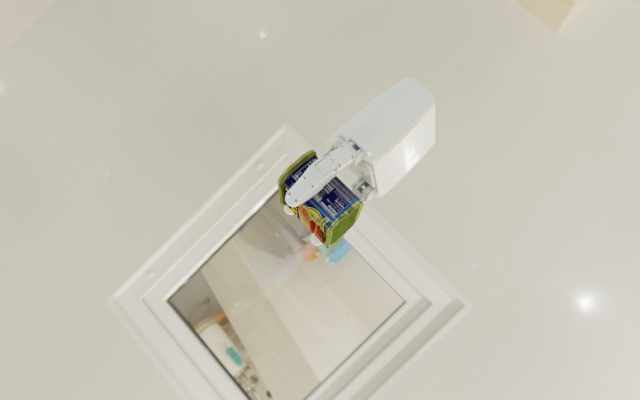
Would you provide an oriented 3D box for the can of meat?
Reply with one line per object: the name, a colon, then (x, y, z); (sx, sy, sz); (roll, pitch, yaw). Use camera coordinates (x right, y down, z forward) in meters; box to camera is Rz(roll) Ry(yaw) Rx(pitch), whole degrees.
can of meat: (0.000, 0.002, 0.558); (0.057, 0.084, 0.102); (-41, -13, -15)
